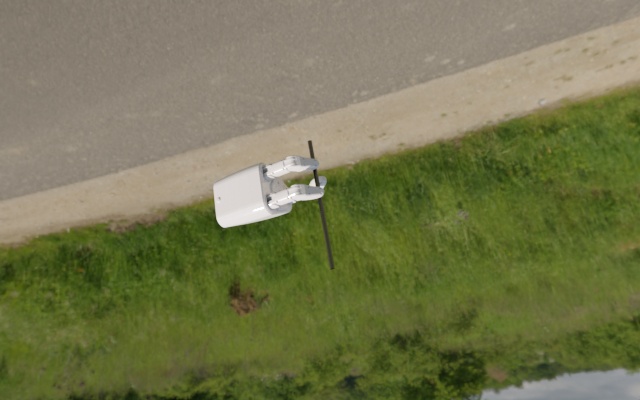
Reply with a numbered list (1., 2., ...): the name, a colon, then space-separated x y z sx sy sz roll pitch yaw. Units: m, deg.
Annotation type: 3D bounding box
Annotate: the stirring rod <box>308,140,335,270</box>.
1. stirring rod: 0.000 0.003 0.836 0.011 0.239 0.011 -9 -20 -3
